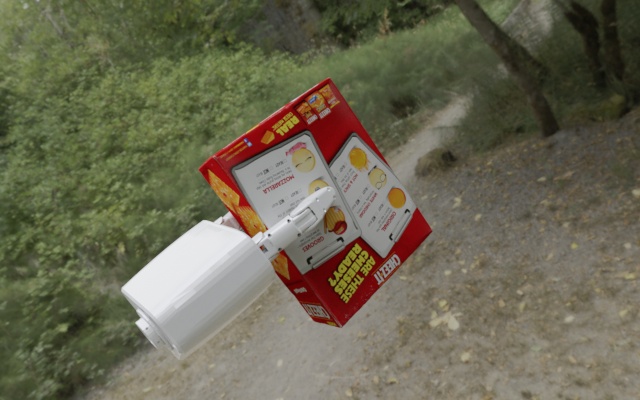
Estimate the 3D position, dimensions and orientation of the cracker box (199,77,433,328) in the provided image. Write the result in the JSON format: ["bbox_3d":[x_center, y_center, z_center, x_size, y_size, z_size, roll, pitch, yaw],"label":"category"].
[{"bbox_3d":[0.000,0.002,0.524,0.164,0.214,0.072,-40,11,-26],"label":"cracker box"}]
